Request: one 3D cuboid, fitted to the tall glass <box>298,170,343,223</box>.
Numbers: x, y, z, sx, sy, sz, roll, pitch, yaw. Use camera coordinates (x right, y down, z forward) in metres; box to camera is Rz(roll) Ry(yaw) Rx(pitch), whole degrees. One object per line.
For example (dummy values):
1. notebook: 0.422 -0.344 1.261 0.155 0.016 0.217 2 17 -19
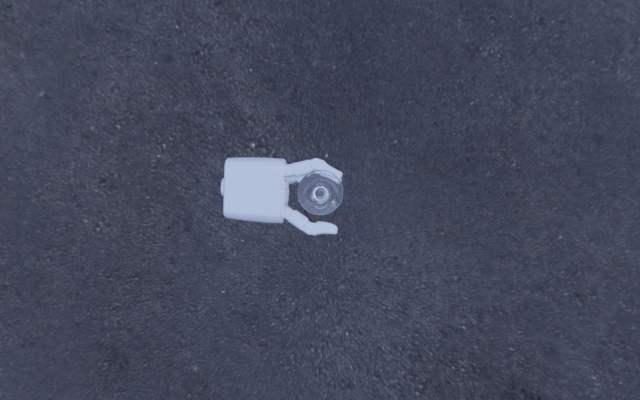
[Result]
1. tall glass: 0.000 0.003 0.869 0.079 0.079 0.201 0 -9 1
